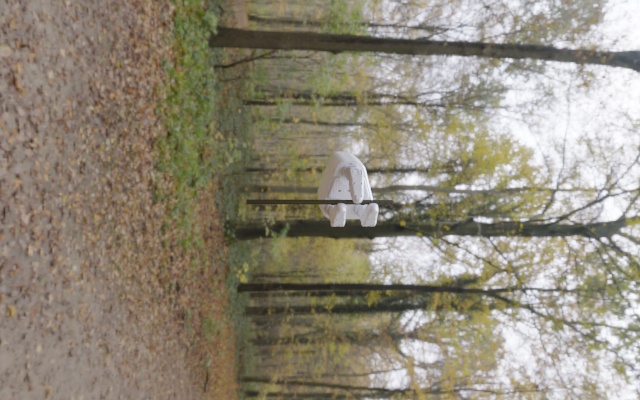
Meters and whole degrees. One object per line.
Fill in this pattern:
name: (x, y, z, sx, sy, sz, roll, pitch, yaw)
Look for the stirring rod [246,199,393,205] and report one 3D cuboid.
stirring rod: (0.000, 0.003, 0.783, 0.239, 0.011, 0.011, 0, 0, -7)
